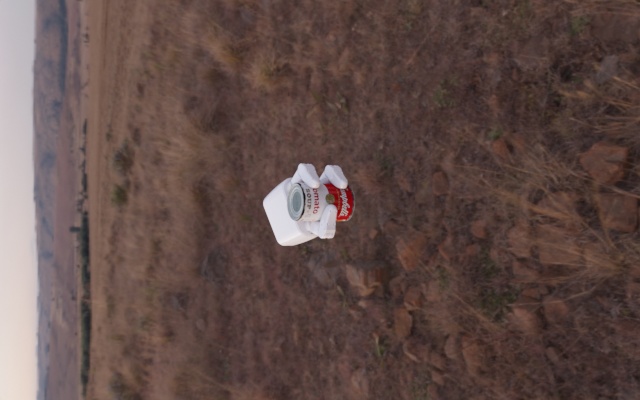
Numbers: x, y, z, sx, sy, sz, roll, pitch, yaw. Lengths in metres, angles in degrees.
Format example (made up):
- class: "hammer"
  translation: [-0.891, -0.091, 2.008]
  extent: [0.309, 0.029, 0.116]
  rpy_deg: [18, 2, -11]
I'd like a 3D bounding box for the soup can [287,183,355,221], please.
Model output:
- class: "soup can"
  translation: [0.000, 0.003, 0.840]
  extent: [0.102, 0.068, 0.068]
  rpy_deg: [1, -1, -29]
